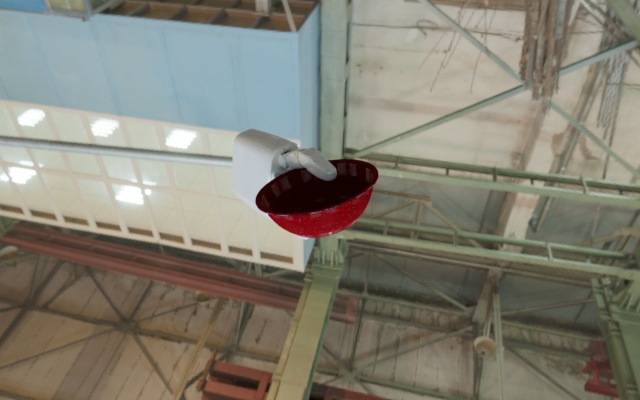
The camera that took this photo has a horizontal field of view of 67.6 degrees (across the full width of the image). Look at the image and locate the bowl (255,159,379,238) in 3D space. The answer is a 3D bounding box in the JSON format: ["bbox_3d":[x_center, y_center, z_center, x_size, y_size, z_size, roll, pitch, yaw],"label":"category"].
[{"bbox_3d":[0.001,0.003,0.619,0.162,0.055,0.162,-12,24,5],"label":"bowl"}]
